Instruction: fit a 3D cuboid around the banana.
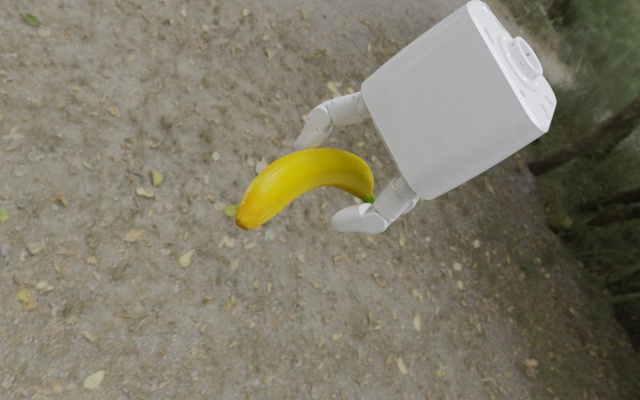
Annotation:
[{"bbox_3d":[-0.003,-0.016,0.446,0.037,0.069,0.198,-28,-15,40],"label":"banana"}]
